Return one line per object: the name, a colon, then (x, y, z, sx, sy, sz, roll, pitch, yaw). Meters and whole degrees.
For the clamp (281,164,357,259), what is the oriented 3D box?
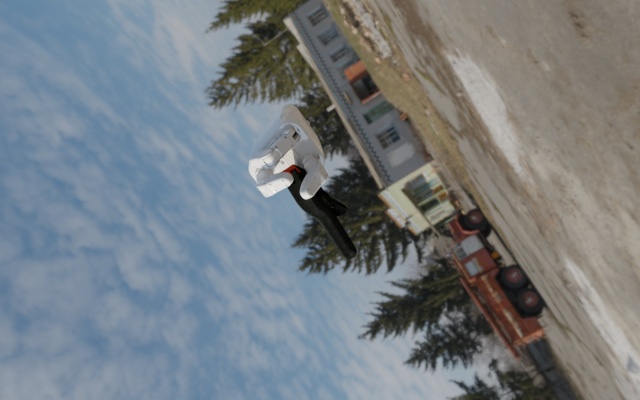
clamp: (0.000, 0.003, 0.744, 0.039, 0.171, 0.120, -32, 25, 11)
